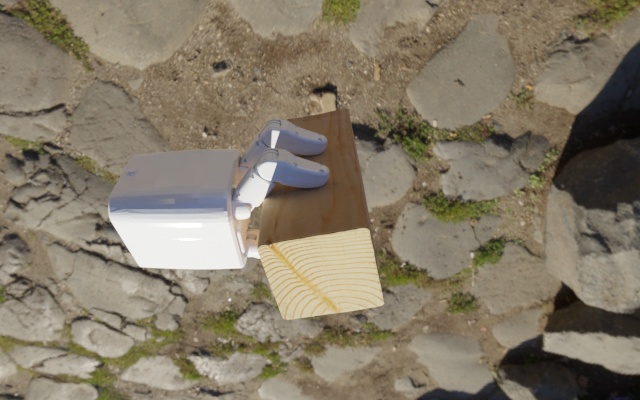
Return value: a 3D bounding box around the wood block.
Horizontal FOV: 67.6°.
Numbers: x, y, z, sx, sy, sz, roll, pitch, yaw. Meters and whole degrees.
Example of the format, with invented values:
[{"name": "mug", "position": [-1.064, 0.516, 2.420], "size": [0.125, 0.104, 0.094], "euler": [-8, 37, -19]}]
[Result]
[{"name": "wood block", "position": [0.000, 0.002, 0.465], "size": [0.090, 0.091, 0.206], "euler": [-10, 36, 6]}]
